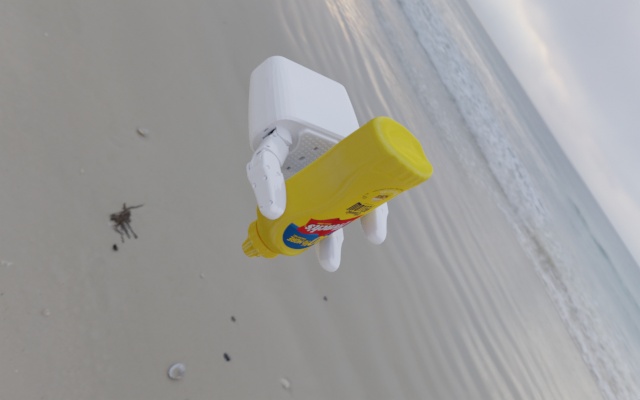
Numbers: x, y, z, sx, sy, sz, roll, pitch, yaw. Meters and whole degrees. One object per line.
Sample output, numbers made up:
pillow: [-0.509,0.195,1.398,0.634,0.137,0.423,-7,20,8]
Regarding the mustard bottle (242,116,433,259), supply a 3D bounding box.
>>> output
mustard bottle: [0.000,0.002,0.431,0.192,0.058,0.096,-33,-21,26]
